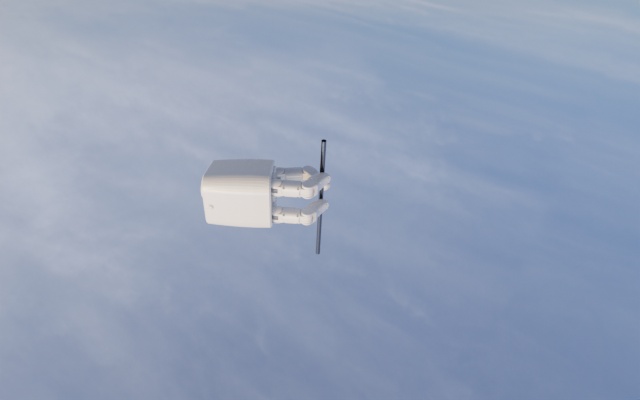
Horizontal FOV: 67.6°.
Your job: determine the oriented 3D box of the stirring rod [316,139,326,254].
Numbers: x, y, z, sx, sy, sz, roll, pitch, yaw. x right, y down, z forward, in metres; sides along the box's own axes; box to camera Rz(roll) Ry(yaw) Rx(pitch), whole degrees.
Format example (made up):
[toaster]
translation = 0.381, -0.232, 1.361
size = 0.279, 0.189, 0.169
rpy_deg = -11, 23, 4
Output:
[stirring rod]
translation = 0.000, 0.003, 0.803
size = 0.011, 0.240, 0.011
rpy_deg = 2, 39, -2
